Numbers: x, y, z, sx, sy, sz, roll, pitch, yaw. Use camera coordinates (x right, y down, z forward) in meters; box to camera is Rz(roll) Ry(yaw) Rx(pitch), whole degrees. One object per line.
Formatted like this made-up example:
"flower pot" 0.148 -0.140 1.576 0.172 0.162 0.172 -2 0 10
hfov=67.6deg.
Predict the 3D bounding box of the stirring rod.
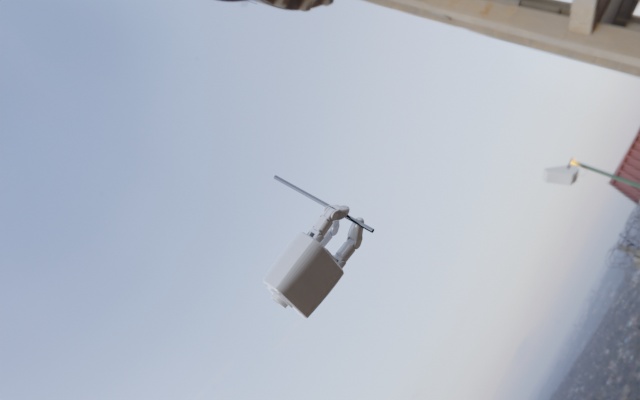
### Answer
"stirring rod" 0.000 0.003 0.880 0.239 0.011 0.011 29 16 32
